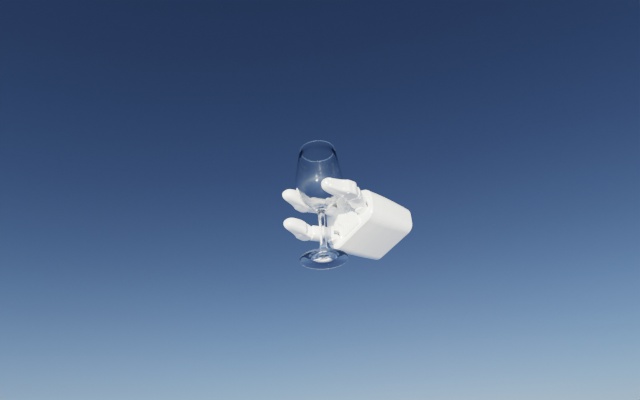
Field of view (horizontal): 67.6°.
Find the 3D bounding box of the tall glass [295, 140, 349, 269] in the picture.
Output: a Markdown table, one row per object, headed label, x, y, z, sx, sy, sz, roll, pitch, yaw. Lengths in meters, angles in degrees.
| label | x | y | z | sx | sy | sz | roll | pitch | yaw |
| --- | --- | --- | --- | --- | --- | --- | --- | --- | --- |
| tall glass | 0.000 | 0.003 | 0.760 | 0.079 | 0.201 | 0.079 | -3 | -30 | -2 |
